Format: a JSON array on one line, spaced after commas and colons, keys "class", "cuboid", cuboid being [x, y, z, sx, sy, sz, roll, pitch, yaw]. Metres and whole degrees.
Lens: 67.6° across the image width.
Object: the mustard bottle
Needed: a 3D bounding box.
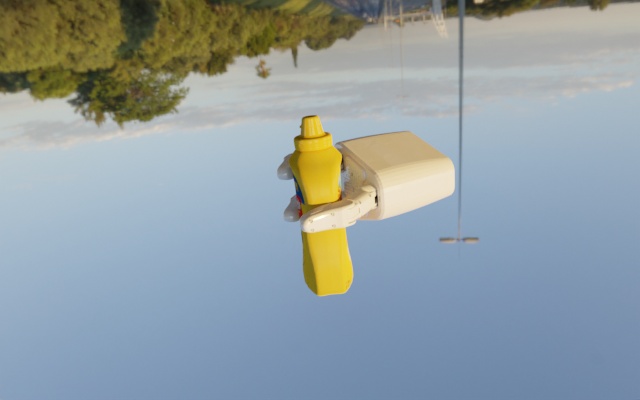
[{"class": "mustard bottle", "cuboid": [0.000, 0.002, 0.532, 0.058, 0.192, 0.096, -6, 19, 0]}]
